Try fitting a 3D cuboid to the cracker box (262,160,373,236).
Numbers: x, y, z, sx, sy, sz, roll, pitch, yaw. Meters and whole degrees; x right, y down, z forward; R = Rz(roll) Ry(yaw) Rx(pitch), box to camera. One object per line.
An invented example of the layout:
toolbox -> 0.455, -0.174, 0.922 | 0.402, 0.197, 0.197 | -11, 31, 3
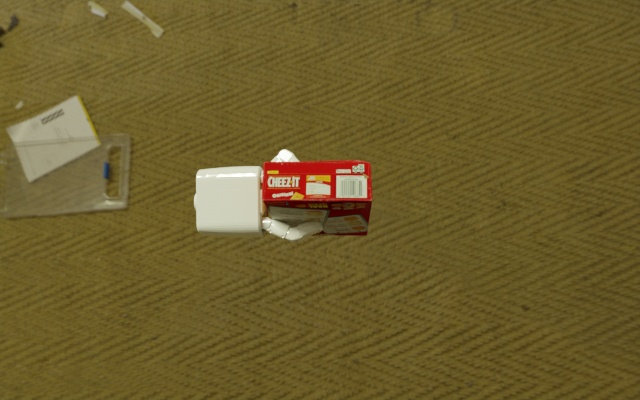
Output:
cracker box -> 0.000, 0.003, 0.800 | 0.164, 0.072, 0.214 | 0, -18, 3
